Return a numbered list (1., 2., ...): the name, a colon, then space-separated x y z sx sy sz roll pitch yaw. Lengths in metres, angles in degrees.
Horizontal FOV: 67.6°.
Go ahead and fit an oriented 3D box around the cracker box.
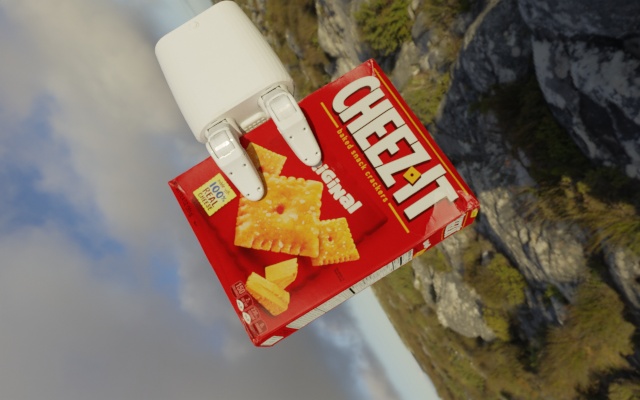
1. cracker box: 0.000 0.002 0.419 0.213 0.164 0.072 -32 -18 0
